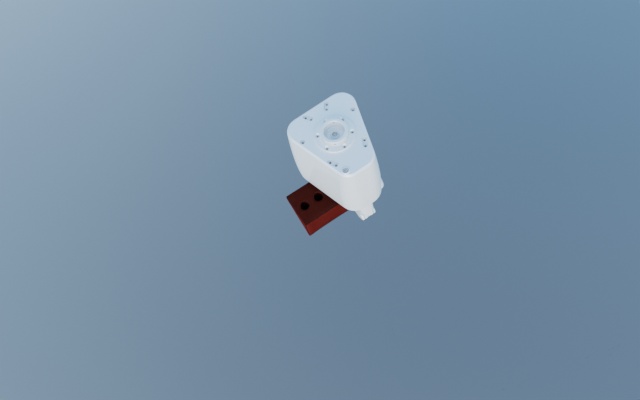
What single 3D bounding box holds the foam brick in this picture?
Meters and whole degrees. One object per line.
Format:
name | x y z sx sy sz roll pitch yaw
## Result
foam brick | 0.000 0.002 0.668 0.078 0.053 0.051 -34 -20 -4
